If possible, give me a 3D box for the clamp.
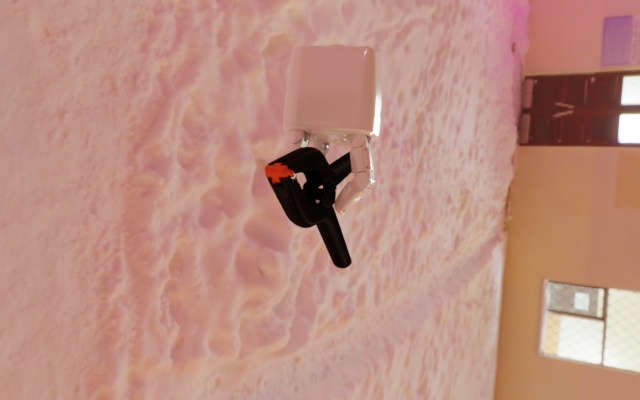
[{"bbox_3d":[0.001,0.002,0.583,0.036,0.164,0.210,1,-6,28],"label":"clamp"}]
